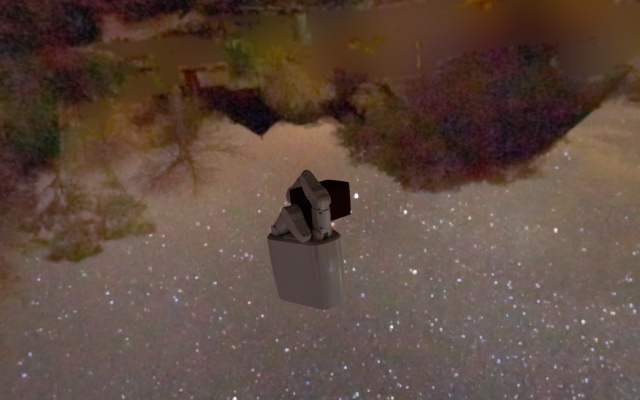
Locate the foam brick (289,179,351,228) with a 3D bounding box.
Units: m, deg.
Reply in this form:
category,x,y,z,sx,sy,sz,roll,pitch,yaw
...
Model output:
category,x,y,z,sx,sy,sz,roll,pitch,yaw
foam brick,0.000,0.002,0.720,0.078,0.051,0.053,-17,17,-33
